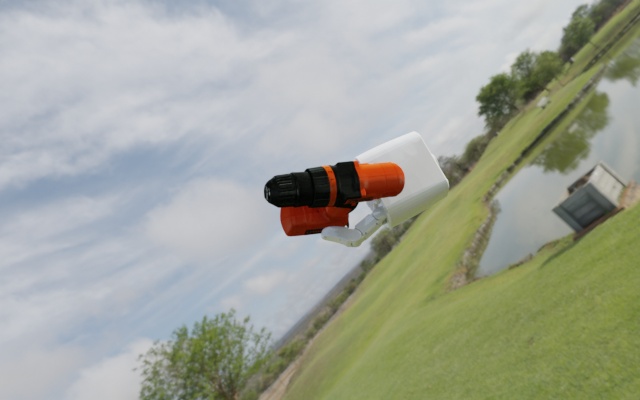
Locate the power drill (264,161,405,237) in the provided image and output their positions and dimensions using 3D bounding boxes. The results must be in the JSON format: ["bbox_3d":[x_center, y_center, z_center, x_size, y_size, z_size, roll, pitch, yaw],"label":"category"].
[{"bbox_3d":[0.000,0.002,0.657,0.184,0.057,0.188,-5,-14,-19],"label":"power drill"}]
